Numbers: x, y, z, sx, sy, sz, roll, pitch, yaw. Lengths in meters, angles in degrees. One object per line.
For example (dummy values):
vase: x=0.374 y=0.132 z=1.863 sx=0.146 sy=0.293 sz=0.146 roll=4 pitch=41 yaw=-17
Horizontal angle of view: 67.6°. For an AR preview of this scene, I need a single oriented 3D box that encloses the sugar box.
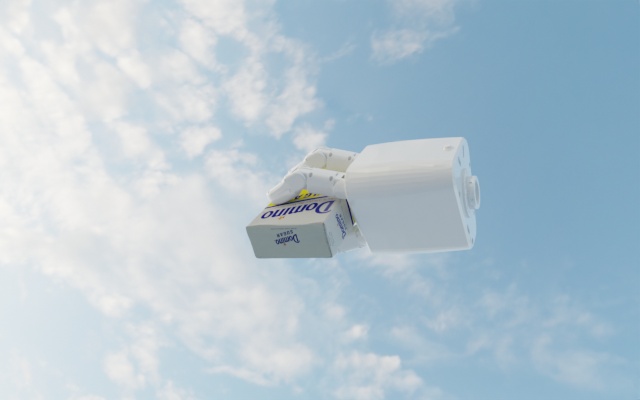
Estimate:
sugar box: x=0.000 y=0.001 z=0.544 sx=0.093 sy=0.048 sz=0.176 roll=-4 pitch=23 yaw=27
